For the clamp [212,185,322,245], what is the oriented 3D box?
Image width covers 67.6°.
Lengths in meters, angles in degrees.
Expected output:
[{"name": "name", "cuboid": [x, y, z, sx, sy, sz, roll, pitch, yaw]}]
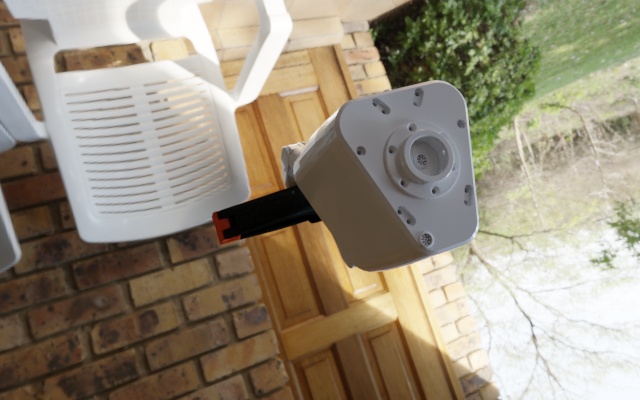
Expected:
[{"name": "clamp", "cuboid": [0.000, 0.002, 0.463, 0.210, 0.036, 0.164, -16, -8, -18]}]
